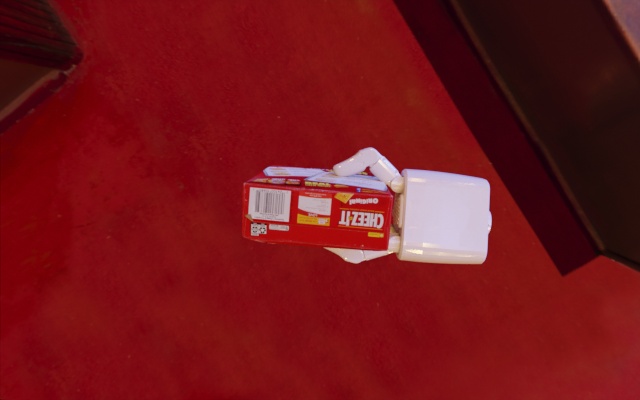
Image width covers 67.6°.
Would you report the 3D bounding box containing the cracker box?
[{"bbox_3d":[0.000,0.002,0.616,0.164,0.072,0.213,5,9,2],"label":"cracker box"}]
